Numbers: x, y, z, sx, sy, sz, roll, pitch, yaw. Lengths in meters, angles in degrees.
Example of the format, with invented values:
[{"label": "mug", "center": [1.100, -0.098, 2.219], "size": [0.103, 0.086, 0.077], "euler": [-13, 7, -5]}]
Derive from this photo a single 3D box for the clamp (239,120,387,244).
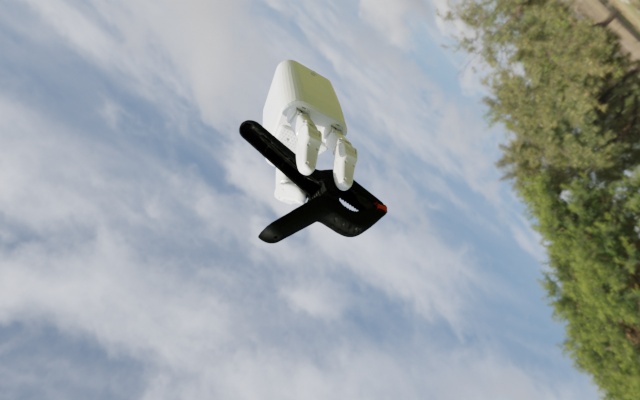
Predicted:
[{"label": "clamp", "center": [0.000, 0.002, 0.559], "size": [0.210, 0.164, 0.036], "euler": [23, -49, -32]}]
